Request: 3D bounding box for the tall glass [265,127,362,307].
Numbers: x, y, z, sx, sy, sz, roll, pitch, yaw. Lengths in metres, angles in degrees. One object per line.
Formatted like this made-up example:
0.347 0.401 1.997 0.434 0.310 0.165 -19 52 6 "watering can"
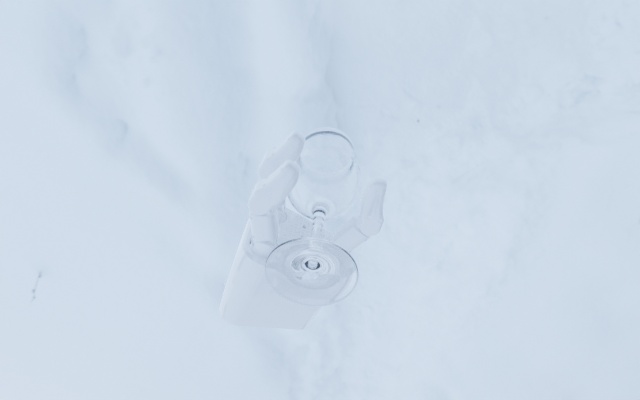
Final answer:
0.000 0.002 0.457 0.079 0.079 0.201 0 35 5 "tall glass"
